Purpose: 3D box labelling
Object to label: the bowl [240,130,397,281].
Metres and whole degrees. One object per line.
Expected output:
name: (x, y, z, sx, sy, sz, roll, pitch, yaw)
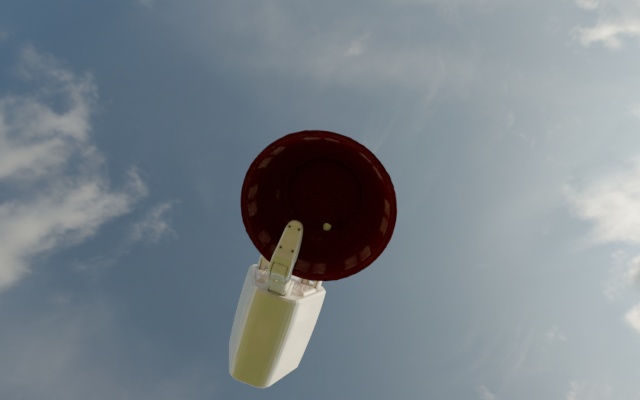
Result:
bowl: (0.001, 0.000, 0.509, 0.162, 0.162, 0.055, 0, 17, 9)
